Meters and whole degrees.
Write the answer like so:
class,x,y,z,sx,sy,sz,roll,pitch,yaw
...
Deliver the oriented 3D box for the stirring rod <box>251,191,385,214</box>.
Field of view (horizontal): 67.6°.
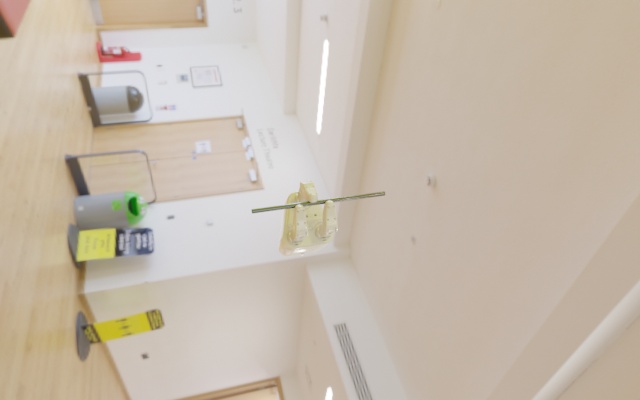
class,x,y,z,sx,sy,sz,roll,pitch,yaw
stirring rod,0.000,0.003,0.831,0.239,0.011,0.011,-8,2,-15
